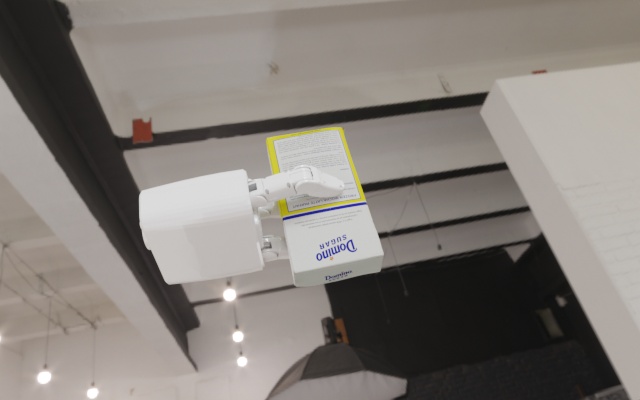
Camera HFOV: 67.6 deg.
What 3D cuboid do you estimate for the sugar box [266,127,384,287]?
[{"bbox_3d":[0.000,0.002,0.522,0.093,0.176,0.048,-10,-31,-6],"label":"sugar box"}]
